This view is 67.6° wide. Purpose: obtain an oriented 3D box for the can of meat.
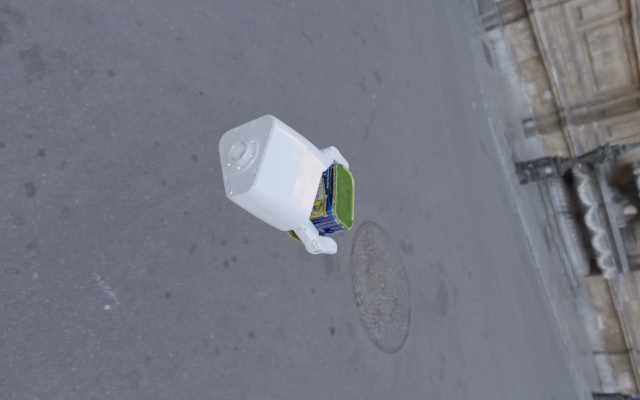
[{"bbox_3d":[0.000,0.002,0.685,0.084,0.102,0.057,-16,-34,30],"label":"can of meat"}]
